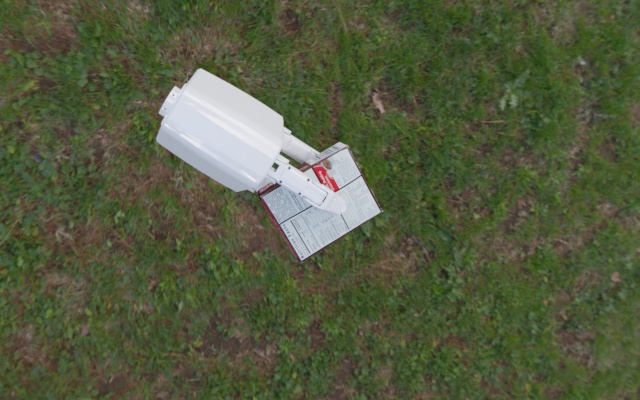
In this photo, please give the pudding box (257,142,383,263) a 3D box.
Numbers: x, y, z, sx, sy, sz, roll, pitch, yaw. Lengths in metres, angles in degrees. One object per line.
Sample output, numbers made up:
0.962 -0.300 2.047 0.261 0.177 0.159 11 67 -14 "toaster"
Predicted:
0.000 0.002 0.532 0.113 0.090 0.039 -31 16 -4 "pudding box"
